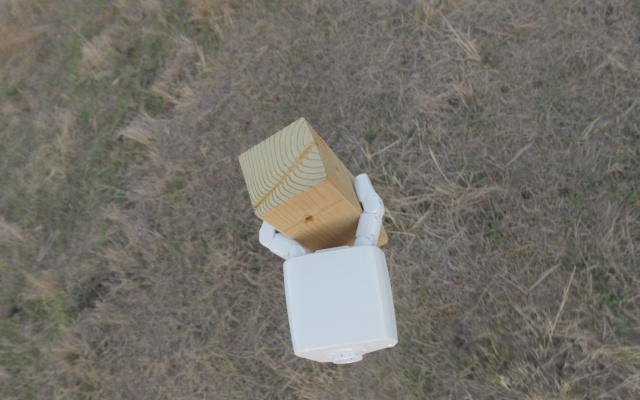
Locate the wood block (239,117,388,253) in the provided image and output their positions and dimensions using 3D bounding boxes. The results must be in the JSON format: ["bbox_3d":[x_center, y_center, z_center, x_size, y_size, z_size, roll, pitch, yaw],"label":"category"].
[{"bbox_3d":[0.000,0.002,0.597,0.091,0.090,0.206,-29,-32,12],"label":"wood block"}]
